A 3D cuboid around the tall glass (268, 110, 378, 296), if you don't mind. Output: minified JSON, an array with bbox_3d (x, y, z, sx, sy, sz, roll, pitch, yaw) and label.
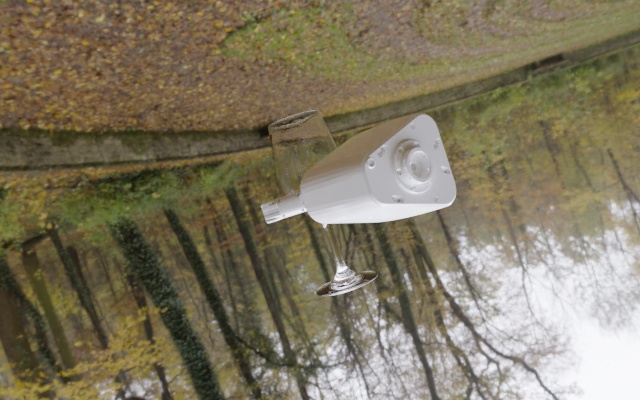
[{"bbox_3d":[0.000,0.002,0.547,0.079,0.201,0.079,-18,2,1],"label":"tall glass"}]
